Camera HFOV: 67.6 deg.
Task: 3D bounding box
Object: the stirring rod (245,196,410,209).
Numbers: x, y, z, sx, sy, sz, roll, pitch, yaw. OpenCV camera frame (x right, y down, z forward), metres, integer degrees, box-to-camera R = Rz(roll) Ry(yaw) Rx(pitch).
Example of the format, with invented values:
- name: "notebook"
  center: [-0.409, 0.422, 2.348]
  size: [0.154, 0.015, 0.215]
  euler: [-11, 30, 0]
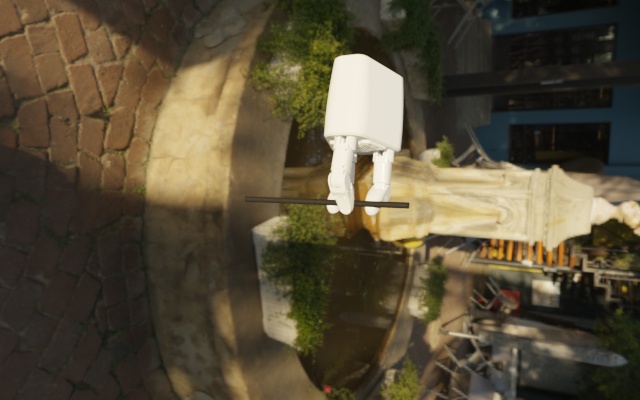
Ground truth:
- name: "stirring rod"
  center: [0.000, 0.002, 0.637]
  size: [0.239, 0.011, 0.011]
  euler: [2, 1, 27]
